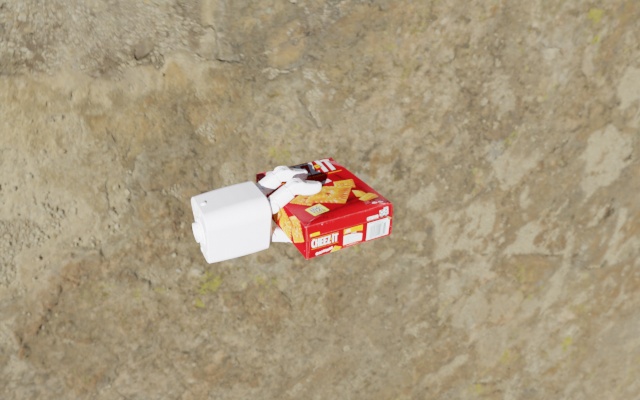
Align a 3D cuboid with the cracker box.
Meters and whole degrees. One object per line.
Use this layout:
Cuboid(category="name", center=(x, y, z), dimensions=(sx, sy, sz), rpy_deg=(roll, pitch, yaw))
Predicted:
Cuboid(category="cracker box", center=(0.000, 0.003, 0.840), dimensions=(0.164, 0.072, 0.213), rpy_deg=(-14, 32, -24))
